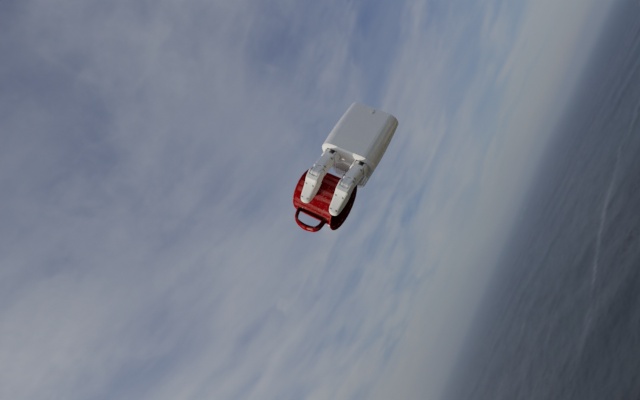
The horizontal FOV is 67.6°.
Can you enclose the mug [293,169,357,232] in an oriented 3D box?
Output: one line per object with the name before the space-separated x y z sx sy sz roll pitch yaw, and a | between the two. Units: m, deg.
mug | -0.001 0.004 0.820 0.081 0.117 0.093 24 -24 21
